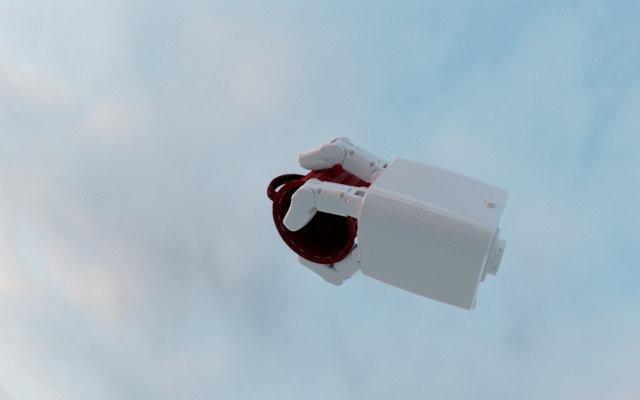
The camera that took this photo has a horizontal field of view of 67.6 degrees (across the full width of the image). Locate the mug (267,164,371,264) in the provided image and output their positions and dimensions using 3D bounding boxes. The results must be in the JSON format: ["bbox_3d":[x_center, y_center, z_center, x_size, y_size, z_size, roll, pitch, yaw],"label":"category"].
[{"bbox_3d":[-0.001,0.001,0.501,0.117,0.093,0.081,21,36,21],"label":"mug"}]
